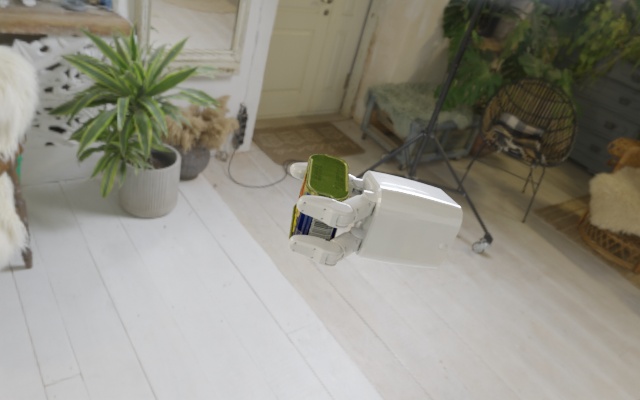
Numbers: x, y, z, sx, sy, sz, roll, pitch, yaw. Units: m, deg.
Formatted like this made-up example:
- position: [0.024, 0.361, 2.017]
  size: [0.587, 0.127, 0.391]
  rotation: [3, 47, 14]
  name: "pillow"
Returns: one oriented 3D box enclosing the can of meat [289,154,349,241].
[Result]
- position: [0.000, 0.002, 0.587]
  size: [0.057, 0.084, 0.102]
  rotation: [13, 33, -6]
  name: "can of meat"
